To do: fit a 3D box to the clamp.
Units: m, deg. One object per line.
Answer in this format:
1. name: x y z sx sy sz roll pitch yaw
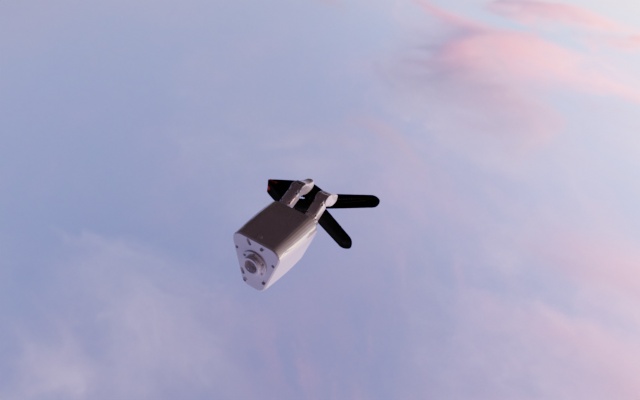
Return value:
1. clamp: -0.001 0.003 0.886 0.210 0.036 0.164 25 36 21
